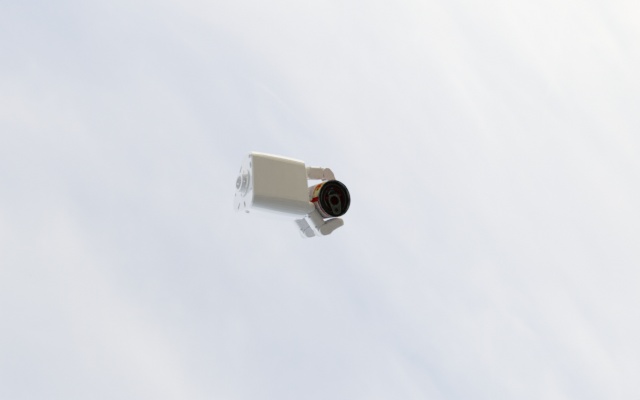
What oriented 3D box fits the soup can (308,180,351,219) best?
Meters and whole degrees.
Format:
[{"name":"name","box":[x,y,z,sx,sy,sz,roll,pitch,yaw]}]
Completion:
[{"name":"soup can","box":[0.000,0.003,0.888,0.068,0.068,0.102,0,-8,-31]}]
